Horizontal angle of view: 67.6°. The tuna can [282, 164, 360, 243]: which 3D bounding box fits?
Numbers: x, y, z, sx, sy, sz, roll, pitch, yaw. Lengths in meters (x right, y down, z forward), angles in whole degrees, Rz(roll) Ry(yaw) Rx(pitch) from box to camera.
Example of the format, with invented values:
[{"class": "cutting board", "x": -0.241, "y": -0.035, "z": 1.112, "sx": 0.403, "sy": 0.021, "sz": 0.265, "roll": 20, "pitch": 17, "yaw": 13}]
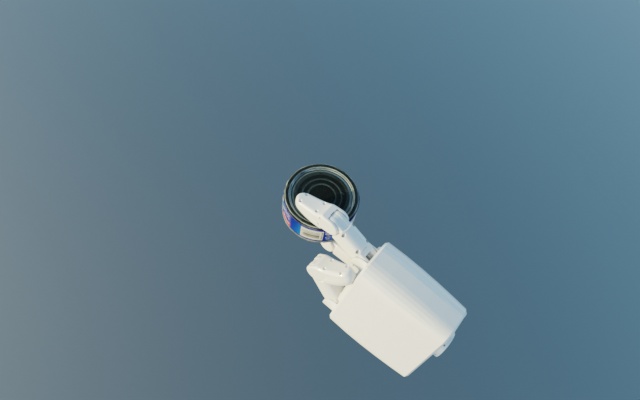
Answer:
[{"class": "tuna can", "x": 0.000, "y": 0.001, "z": 0.534, "sx": 0.086, "sy": 0.086, "sz": 0.034, "roll": 0, "pitch": -29, "yaw": -6}]
